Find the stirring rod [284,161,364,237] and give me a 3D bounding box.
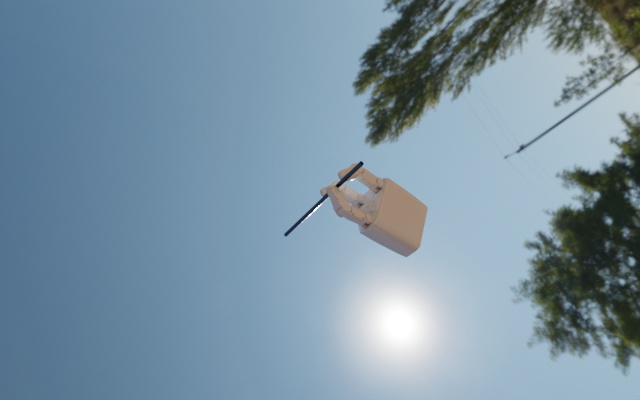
[{"bbox_3d":[0.000,0.003,0.869,0.011,0.011,0.240,0,-33,-43],"label":"stirring rod"}]
